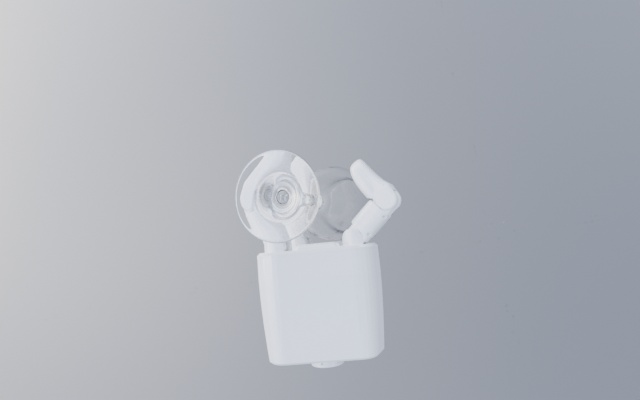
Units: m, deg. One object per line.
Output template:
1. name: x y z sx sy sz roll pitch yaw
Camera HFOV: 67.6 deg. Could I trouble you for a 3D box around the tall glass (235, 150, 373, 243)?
1. tall glass: 0.000 0.001 0.468 0.079 0.079 0.201 0 -2 21
